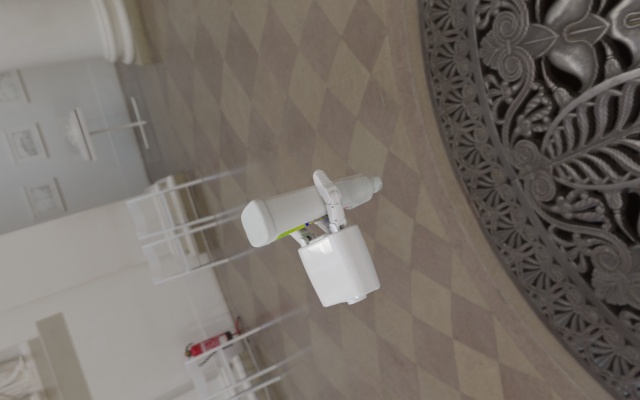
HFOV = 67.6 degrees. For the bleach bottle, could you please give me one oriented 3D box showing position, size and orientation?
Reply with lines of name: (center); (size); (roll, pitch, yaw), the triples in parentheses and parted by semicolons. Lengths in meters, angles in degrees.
bleach bottle: (0.000, 0.003, 0.792); (0.251, 0.068, 0.102); (-19, -7, -27)
